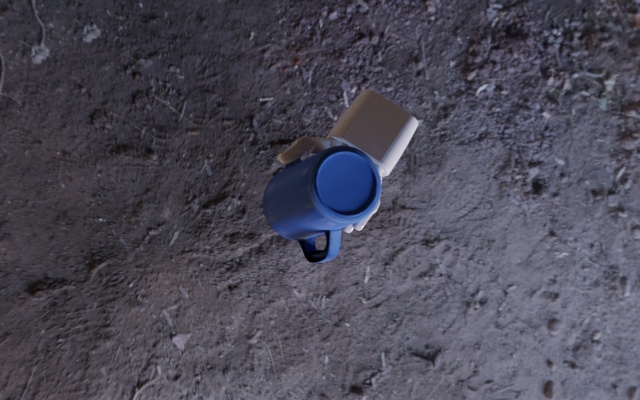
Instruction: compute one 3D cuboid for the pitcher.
[{"bbox_3d":[0.000,0.002,0.744,0.149,0.145,0.243,39,-16,-10],"label":"pitcher"}]
